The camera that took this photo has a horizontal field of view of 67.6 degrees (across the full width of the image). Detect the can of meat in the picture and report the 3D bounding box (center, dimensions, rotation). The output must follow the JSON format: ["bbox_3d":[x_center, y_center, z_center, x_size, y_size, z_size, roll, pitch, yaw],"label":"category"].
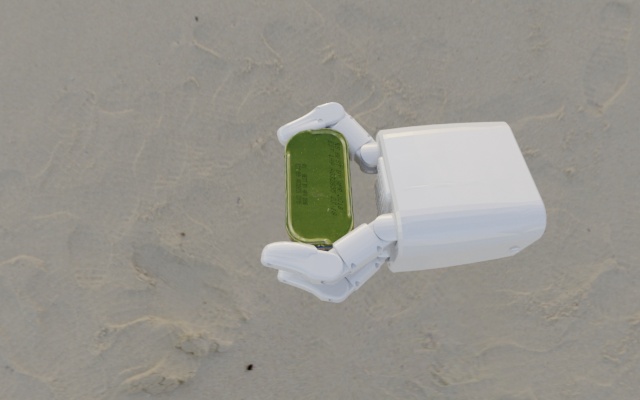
[{"bbox_3d":[0.000,0.001,0.402,0.057,0.102,0.084,-3,-20,1],"label":"can of meat"}]
